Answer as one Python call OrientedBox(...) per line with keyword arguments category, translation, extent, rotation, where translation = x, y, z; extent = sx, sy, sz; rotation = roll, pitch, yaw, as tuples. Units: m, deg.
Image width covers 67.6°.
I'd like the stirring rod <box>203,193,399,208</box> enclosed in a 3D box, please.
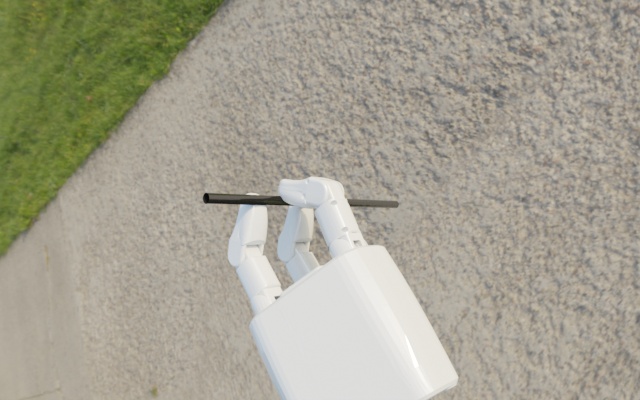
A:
OrientedBox(category="stirring rod", translation=(0.000, 0.001, 0.427), extent=(0.011, 0.011, 0.239), rotation=(0, -1, 42))
